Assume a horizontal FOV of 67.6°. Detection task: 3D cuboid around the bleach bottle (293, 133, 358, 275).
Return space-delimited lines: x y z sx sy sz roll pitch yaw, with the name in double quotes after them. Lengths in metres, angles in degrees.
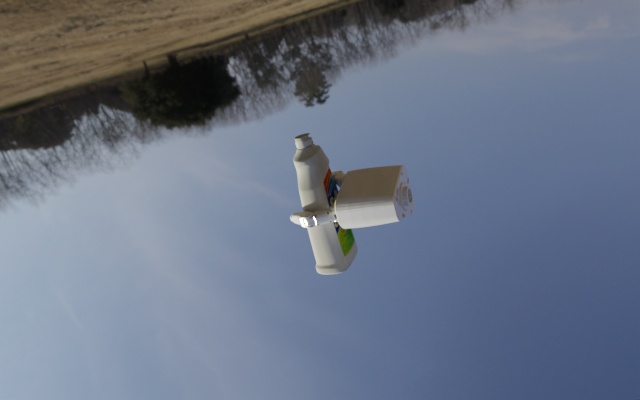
0.000 0.003 0.873 0.068 0.251 0.102 -8 21 26 "bleach bottle"
